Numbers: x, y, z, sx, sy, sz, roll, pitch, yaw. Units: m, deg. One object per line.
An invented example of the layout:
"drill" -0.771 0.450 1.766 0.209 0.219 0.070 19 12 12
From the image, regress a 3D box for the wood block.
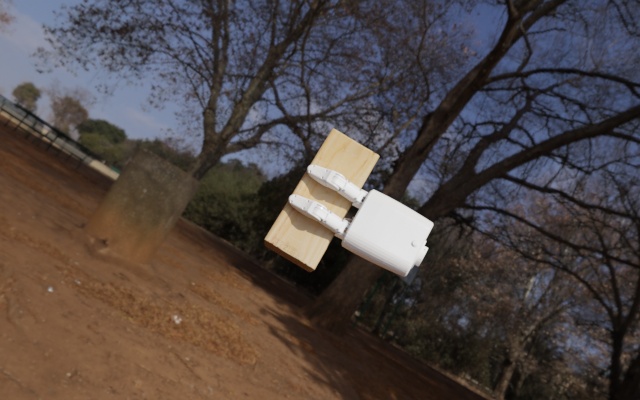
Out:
"wood block" 0.001 0.003 0.771 0.090 0.206 0.091 31 -13 1
